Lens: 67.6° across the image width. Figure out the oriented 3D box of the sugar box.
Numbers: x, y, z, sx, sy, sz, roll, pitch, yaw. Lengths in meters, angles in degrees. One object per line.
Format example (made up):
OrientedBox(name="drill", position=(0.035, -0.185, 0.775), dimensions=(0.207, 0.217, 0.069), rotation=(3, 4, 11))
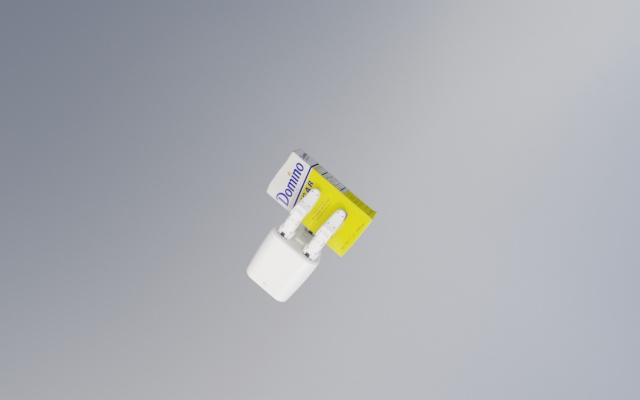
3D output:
OrientedBox(name="sugar box", position=(0.000, 0.003, 0.816), dimensions=(0.176, 0.093, 0.048), rotation=(39, 23, 5))
